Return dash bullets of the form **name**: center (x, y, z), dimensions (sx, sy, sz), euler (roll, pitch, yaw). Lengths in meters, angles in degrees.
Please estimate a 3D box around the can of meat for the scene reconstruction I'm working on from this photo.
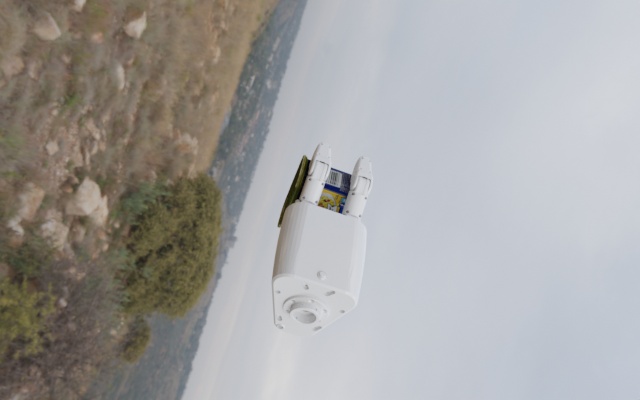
- **can of meat**: center (0.000, 0.002, 0.617), dimensions (0.084, 0.102, 0.057), euler (19, 39, -8)
